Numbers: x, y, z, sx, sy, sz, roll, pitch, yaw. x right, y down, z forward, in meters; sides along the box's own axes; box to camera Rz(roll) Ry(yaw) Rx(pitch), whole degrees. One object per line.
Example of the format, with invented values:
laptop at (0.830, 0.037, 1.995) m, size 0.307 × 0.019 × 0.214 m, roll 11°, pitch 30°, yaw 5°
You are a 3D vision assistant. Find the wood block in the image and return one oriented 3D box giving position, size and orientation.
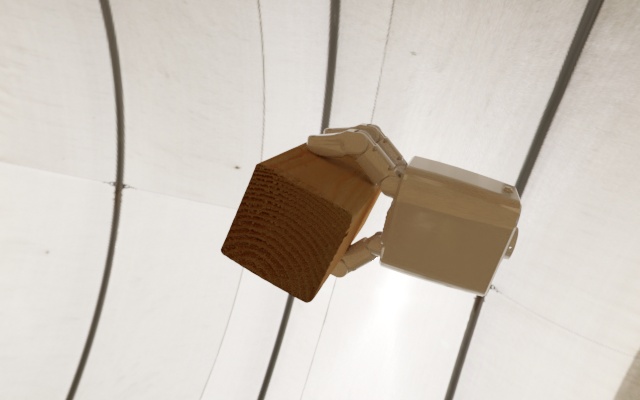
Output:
wood block at (0.000, 0.002, 0.473) m, size 0.090 × 0.091 × 0.206 m, roll 29°, pitch 21°, yaw 9°
